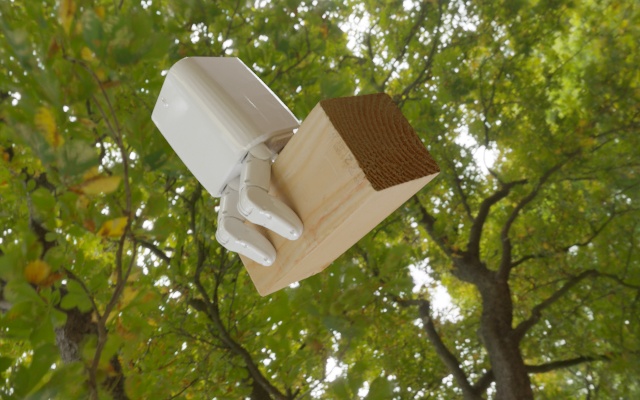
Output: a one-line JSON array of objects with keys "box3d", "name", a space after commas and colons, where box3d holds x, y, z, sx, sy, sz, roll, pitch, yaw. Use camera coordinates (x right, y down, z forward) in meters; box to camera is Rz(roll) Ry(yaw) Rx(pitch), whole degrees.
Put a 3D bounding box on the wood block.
[{"box3d": [0.000, 0.001, 0.459, 0.091, 0.090, 0.206, -18, -20, -41], "name": "wood block"}]
